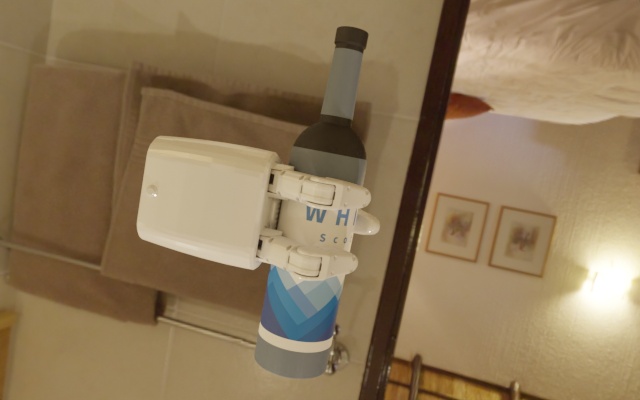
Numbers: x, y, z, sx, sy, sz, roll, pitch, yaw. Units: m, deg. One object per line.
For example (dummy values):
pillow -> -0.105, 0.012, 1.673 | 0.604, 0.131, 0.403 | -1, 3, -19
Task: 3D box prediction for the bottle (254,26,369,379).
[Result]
bottle -> 0.000, 0.002, 0.416 | 0.069, 0.296, 0.069 | 11, 6, -1
